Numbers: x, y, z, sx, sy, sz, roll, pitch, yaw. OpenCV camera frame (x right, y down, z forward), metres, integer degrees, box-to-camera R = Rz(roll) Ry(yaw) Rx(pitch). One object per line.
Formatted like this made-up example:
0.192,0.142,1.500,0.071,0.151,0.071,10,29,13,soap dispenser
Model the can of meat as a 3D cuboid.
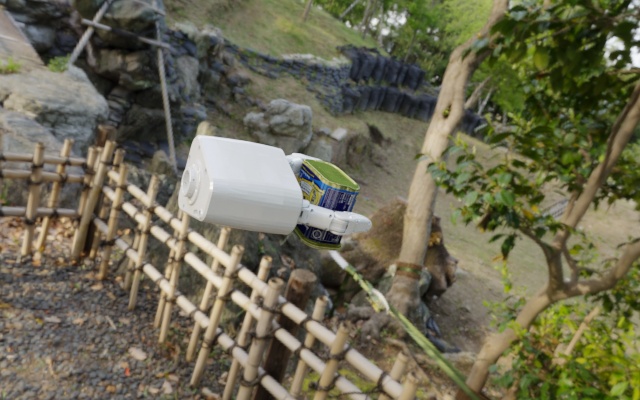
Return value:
0.000,0.002,0.606,0.057,0.084,0.102,10,19,-28,can of meat
